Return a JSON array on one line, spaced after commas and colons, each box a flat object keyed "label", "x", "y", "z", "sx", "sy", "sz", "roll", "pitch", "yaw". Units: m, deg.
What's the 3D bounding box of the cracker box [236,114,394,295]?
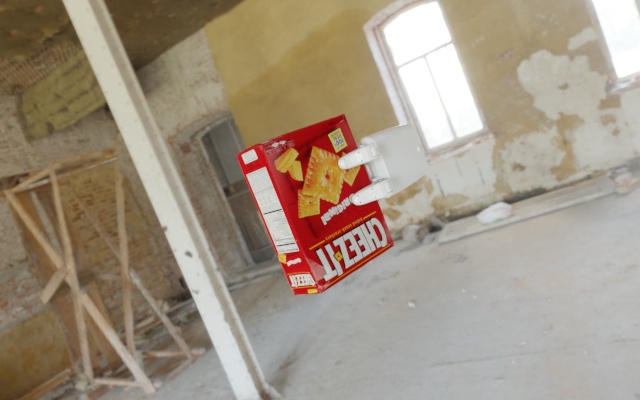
[{"label": "cracker box", "x": 0.000, "y": 0.002, "z": 0.681, "sx": 0.164, "sy": 0.214, "sz": 0.072, "roll": -26, "pitch": 7, "yaw": -38}]
